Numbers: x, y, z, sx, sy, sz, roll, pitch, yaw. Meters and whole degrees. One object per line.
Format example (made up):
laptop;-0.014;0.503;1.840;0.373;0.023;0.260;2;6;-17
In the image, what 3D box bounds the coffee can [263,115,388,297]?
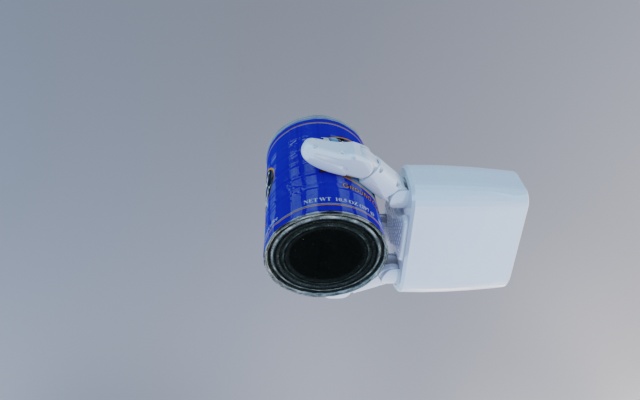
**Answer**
coffee can;0.000;0.001;0.440;0.103;0.103;0.140;0;42;-5
